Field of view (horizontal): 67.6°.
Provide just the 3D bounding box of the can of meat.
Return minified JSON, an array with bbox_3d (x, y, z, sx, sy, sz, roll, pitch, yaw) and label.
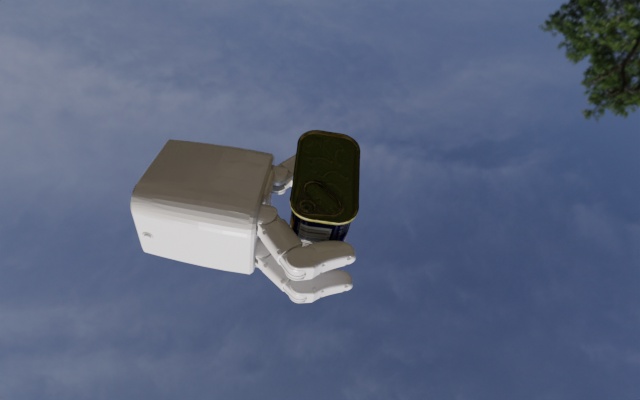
[{"bbox_3d":[0.000,0.002,0.441,0.057,0.102,0.084,8,-38,-4],"label":"can of meat"}]
